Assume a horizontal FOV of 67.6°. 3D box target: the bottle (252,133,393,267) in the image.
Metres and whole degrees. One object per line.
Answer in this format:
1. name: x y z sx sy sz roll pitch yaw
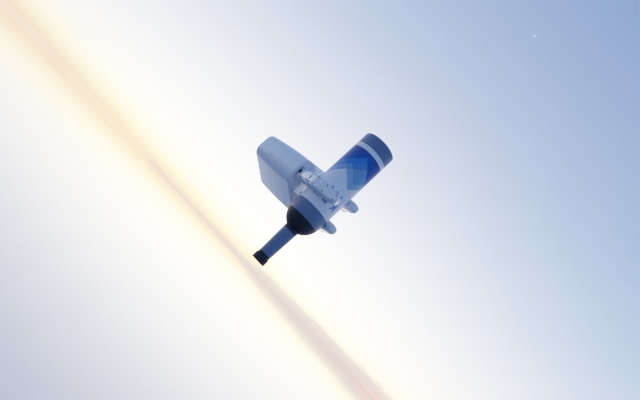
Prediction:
1. bottle: 0.000 0.003 0.824 0.295 0.069 0.069 -43 10 -11
